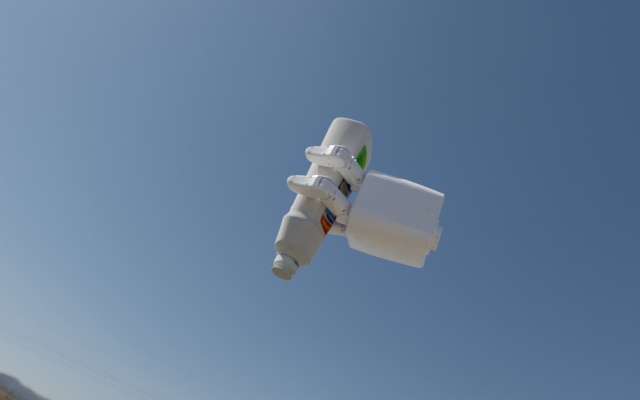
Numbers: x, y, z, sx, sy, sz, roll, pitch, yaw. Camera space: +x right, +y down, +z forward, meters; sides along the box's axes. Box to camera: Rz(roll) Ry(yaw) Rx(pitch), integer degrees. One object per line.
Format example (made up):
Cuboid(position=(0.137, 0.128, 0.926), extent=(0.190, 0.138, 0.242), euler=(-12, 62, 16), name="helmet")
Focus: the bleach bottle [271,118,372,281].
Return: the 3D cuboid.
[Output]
Cuboid(position=(0.000, 0.002, 0.659), extent=(0.068, 0.250, 0.103), euler=(18, -35, 14), name="bleach bottle")
